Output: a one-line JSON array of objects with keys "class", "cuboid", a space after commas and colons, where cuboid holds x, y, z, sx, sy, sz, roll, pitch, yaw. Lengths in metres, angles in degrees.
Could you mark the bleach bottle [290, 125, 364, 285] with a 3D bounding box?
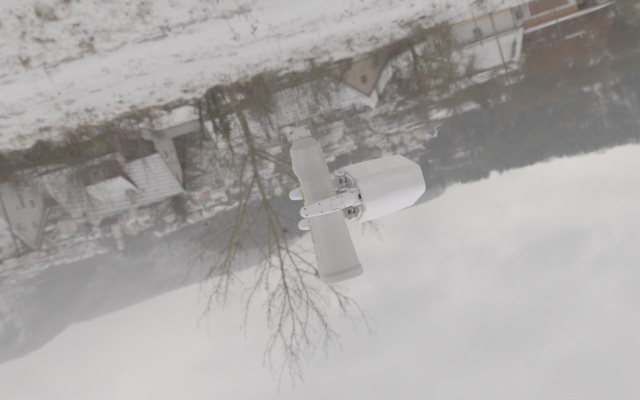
[{"class": "bleach bottle", "cuboid": [0.000, 0.003, 0.771, 0.068, 0.251, 0.102, -16, 3, -7]}]
